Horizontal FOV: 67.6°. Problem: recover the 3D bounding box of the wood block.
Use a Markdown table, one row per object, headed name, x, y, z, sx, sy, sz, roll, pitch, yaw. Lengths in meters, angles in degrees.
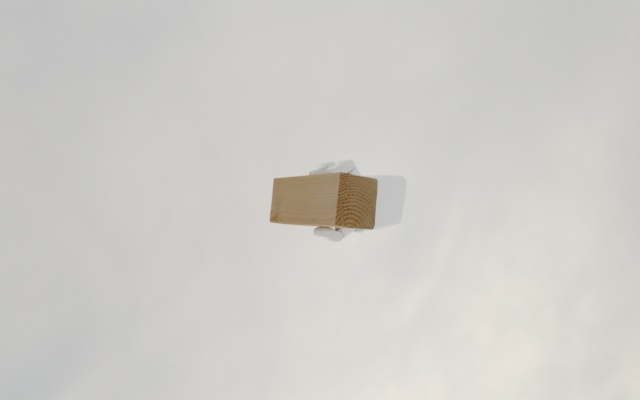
| name | x | y | z | sx | sy | sz | roll | pitch | yaw |
| --- | --- | --- | --- | --- | --- | --- | --- | --- | --- |
| wood block | 0.000 | 0.003 | 0.882 | 0.090 | 0.091 | 0.206 | 8 | -6 | -37 |
